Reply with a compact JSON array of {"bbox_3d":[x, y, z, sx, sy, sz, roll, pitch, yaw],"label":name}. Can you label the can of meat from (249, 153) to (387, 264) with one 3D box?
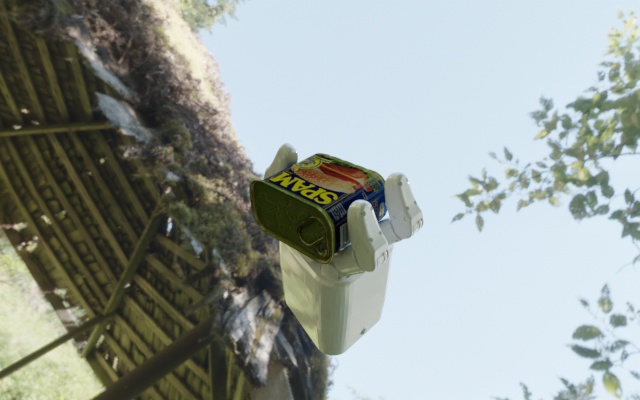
[{"bbox_3d":[0.000,0.001,0.440,0.102,0.057,0.084,25,41,36],"label":"can of meat"}]
